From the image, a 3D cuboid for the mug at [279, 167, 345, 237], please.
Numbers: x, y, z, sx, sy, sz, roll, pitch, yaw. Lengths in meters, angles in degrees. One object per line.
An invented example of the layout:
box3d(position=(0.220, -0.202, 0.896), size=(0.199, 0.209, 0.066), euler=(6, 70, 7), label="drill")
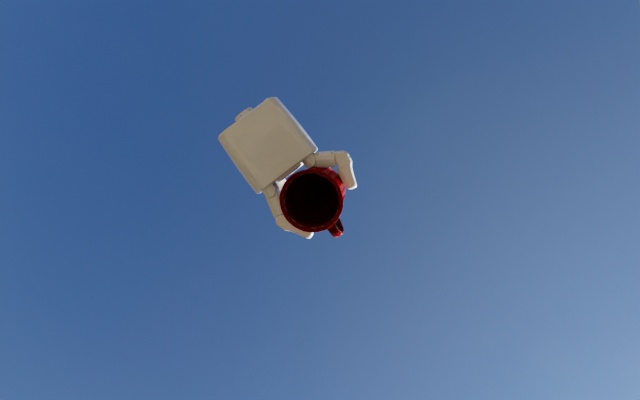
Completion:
box3d(position=(0.001, 0.003, 0.720), size=(0.093, 0.117, 0.081), euler=(-35, 5, 15), label="mug")
